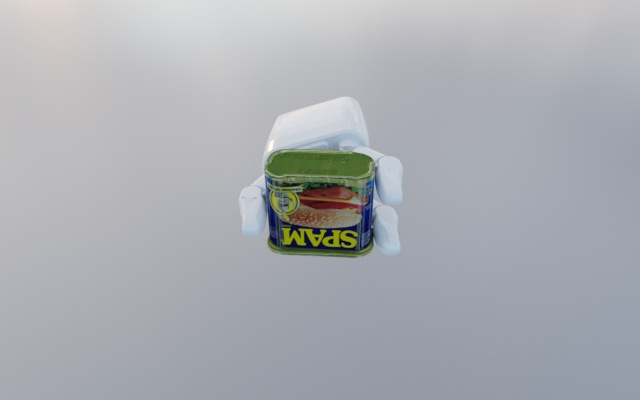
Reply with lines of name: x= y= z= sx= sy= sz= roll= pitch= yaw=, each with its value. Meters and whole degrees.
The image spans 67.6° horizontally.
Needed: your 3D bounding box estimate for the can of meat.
can of meat: x=0.000 y=0.001 z=0.439 sx=0.102 sy=0.084 sz=0.057 roll=2 pitch=33 yaw=4
